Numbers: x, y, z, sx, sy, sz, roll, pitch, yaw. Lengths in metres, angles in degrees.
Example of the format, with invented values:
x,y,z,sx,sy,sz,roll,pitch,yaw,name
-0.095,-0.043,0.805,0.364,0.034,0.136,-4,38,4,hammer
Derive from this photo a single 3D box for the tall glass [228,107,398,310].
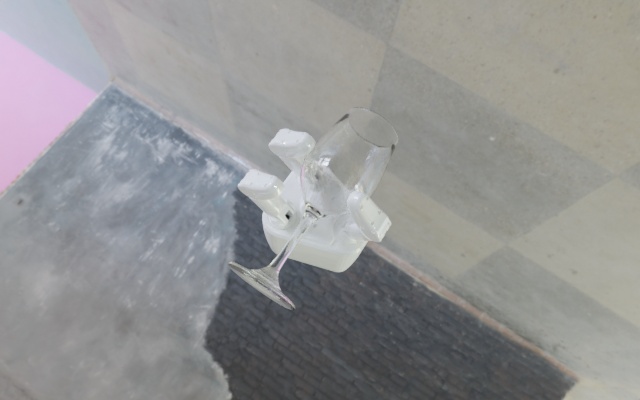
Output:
x,y,z,sx,sy,sz,roll,pitch,yaw,name
0.000,0.002,0.465,0.079,0.201,0.079,31,-19,12,tall glass
